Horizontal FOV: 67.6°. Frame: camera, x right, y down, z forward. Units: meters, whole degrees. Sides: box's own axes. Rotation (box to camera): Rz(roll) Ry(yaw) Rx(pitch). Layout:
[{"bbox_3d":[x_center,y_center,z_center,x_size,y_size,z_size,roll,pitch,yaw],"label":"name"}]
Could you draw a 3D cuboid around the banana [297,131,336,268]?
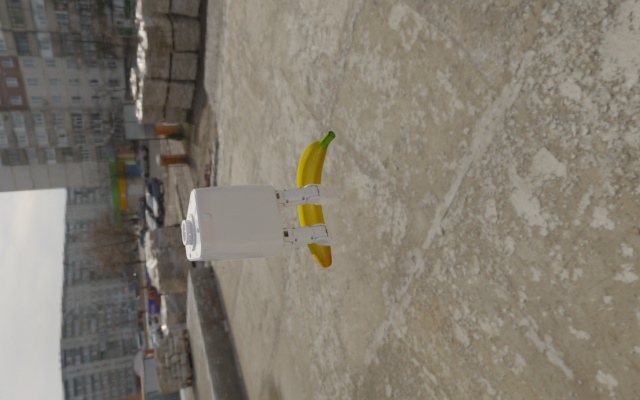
[{"bbox_3d":[-0.009,-0.001,0.709,0.037,0.198,0.069,0,0,-29],"label":"banana"}]
